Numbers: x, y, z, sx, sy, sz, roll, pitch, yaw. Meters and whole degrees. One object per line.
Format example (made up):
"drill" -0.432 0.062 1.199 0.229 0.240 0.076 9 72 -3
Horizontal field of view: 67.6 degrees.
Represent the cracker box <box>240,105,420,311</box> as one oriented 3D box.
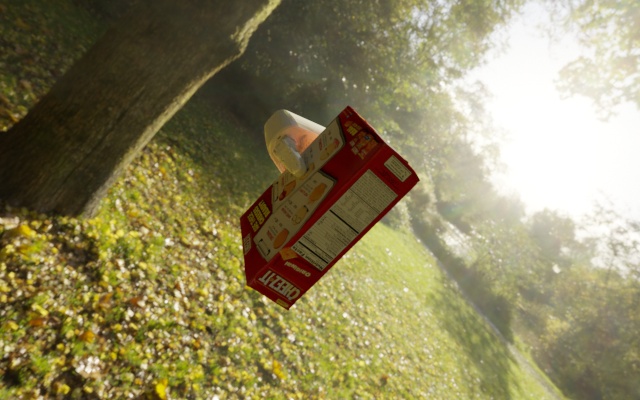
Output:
"cracker box" 0.000 0.002 0.576 0.072 0.214 0.164 39 12 -25
